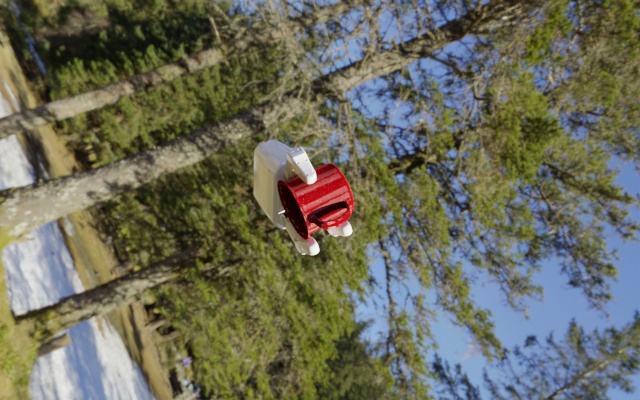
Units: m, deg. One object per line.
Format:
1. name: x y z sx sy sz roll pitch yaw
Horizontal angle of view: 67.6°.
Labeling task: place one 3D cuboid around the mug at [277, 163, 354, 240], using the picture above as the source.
1. mug: 0.001 0.003 0.678 0.081 0.093 0.117 -26 34 -17
